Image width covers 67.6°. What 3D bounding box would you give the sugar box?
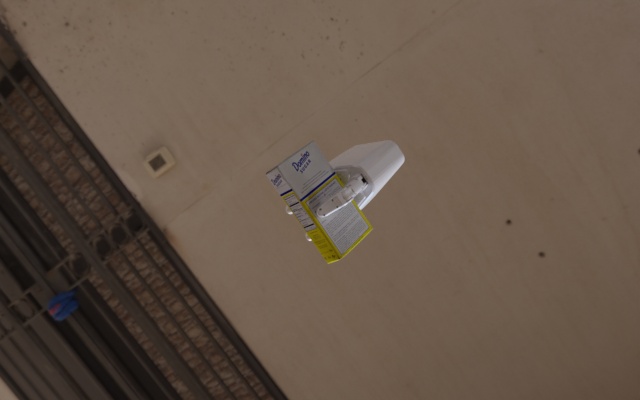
[{"bbox_3d":[0.000,0.003,0.762,0.093,0.176,0.048,-39,7,-38],"label":"sugar box"}]
